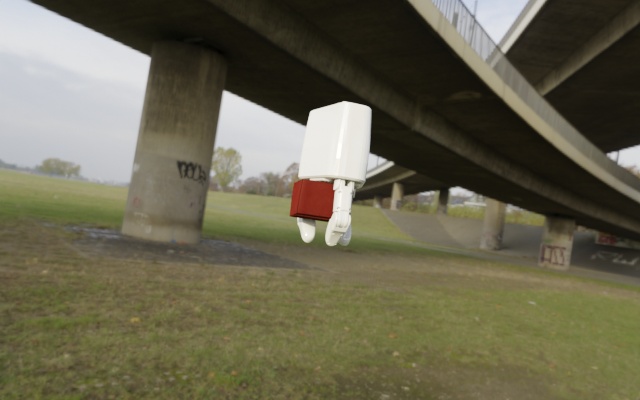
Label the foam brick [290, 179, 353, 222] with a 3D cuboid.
[{"bbox_3d":[0.000,0.002,0.681,0.078,0.051,0.053,9,-6,-16],"label":"foam brick"}]
